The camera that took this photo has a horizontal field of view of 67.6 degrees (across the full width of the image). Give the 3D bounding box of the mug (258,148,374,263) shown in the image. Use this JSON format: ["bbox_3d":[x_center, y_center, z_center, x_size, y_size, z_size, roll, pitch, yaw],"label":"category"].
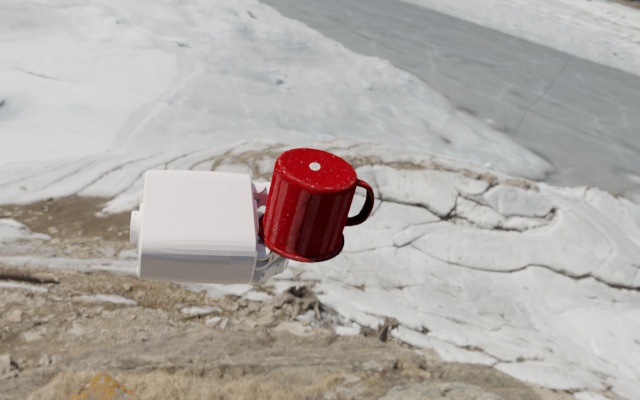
[{"bbox_3d":[0.002,0.002,0.476,0.117,0.081,0.093,3,33,-19],"label":"mug"}]
